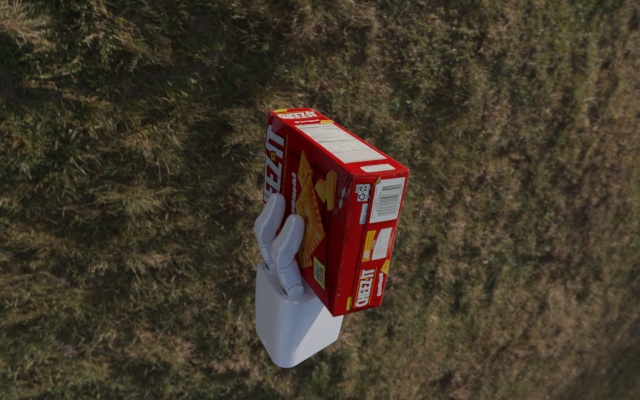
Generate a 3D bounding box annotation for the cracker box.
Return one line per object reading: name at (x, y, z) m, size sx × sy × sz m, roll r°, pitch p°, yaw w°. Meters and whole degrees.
cracker box at (0.000, 0.002, 0.554) m, size 0.072 × 0.164 × 0.213 m, roll -7°, pitch 29°, yaw -28°
